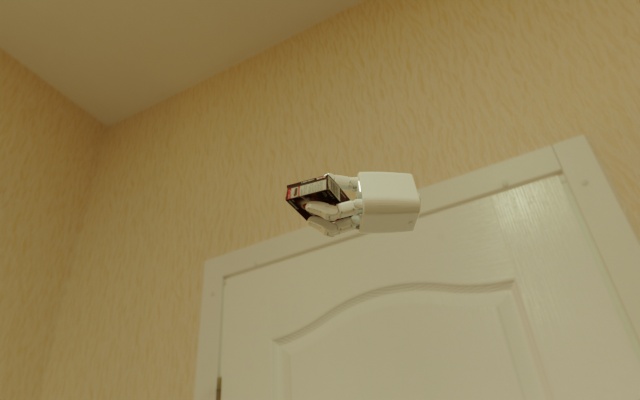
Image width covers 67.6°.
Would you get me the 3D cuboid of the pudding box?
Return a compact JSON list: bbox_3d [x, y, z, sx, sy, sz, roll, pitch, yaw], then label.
[{"bbox_3d":[0.000,0.003,0.899,0.090,0.039,0.113,-15,-38,23],"label":"pudding box"}]
